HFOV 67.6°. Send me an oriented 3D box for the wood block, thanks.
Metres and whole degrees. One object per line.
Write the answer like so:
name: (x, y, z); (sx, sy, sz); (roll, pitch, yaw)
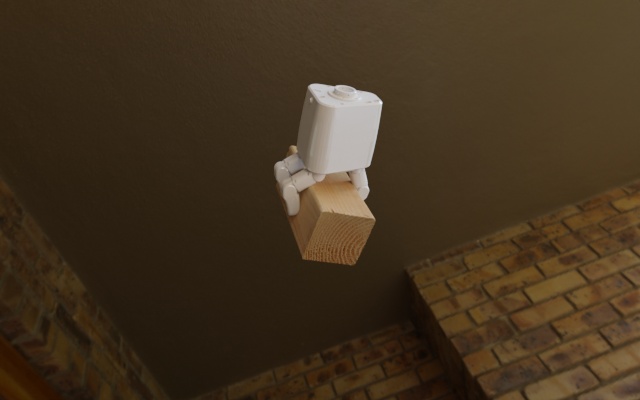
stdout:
wood block: (0.000, 0.002, 0.776); (0.091, 0.090, 0.206); (10, 29, -23)
